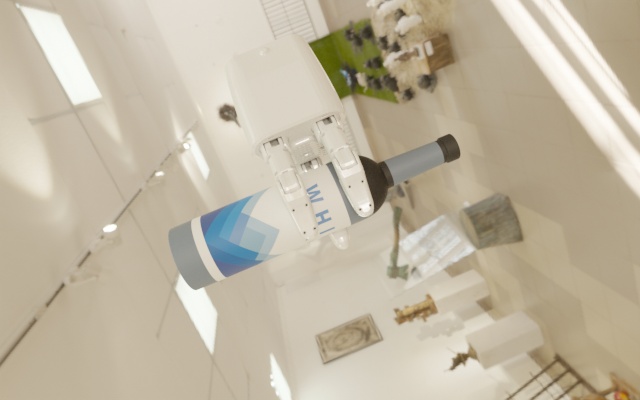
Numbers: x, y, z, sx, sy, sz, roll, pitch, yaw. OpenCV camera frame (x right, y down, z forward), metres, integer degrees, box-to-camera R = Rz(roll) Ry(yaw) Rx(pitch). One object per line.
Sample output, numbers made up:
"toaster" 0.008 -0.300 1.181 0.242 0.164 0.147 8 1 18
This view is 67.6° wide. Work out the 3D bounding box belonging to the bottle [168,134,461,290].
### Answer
"bottle" 0.000 0.002 0.478 0.296 0.069 0.069 -23 1 -2
